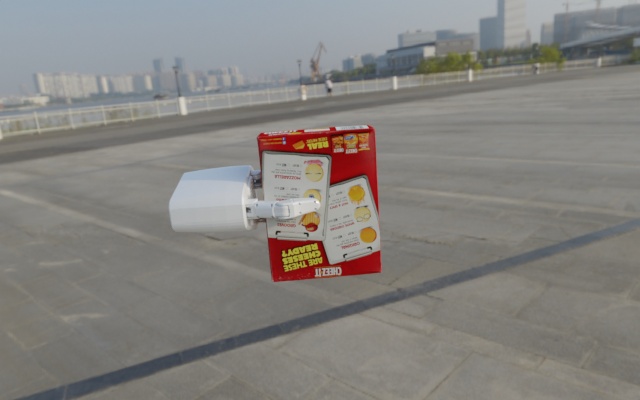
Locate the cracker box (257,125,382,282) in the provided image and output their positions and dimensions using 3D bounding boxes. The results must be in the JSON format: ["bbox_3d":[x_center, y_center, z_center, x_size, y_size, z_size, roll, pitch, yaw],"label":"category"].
[{"bbox_3d":[0.000,0.002,0.700,0.164,0.214,0.072,-5,14,-1],"label":"cracker box"}]
